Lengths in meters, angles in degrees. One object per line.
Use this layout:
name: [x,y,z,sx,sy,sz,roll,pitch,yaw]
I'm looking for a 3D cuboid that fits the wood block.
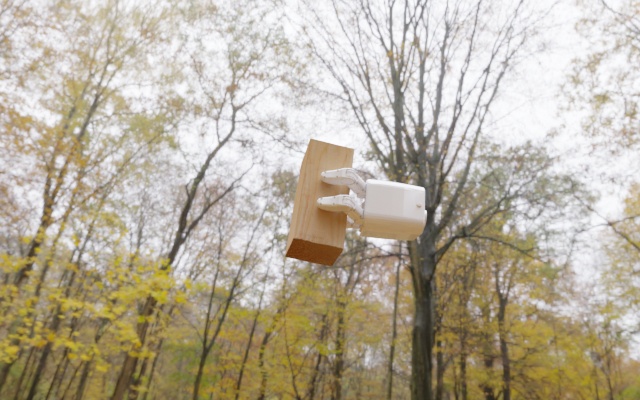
wood block: [0.000,0.003,0.876,0.090,0.206,0.091,12,-30,-7]
